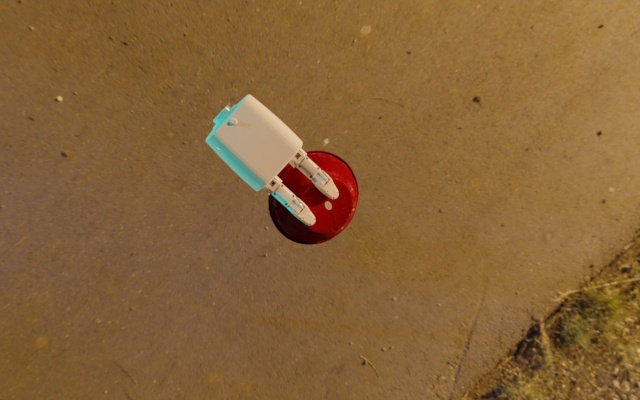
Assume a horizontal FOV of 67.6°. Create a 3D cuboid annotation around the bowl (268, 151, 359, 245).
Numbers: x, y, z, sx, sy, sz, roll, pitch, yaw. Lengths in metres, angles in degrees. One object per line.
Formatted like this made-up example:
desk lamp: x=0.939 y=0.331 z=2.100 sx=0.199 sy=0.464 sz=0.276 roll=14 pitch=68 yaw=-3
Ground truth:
bowl: x=0.001 y=0.003 z=0.773 sx=0.162 sy=0.162 sz=0.055 roll=0 pitch=14 yaw=-23
